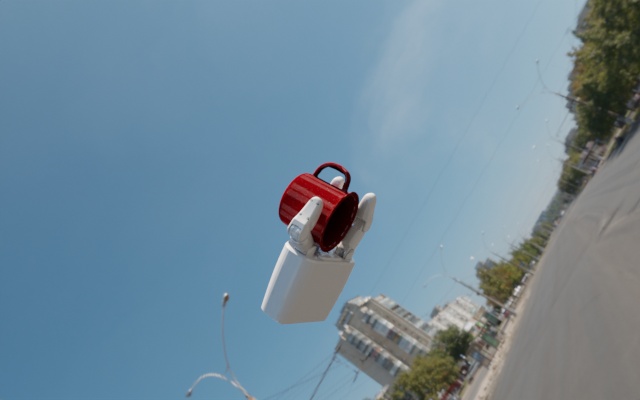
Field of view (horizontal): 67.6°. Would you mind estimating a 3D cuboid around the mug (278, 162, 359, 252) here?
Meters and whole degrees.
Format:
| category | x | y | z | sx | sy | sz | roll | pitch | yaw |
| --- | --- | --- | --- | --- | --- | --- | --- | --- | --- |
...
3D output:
| category | x | y | z | sx | sy | sz | roll | pitch | yaw |
| --- | --- | --- | --- | --- | --- | --- | --- | --- | --- |
| mug | 0.000 | 0.001 | 0.668 | 0.081 | 0.117 | 0.093 | 29 | 13 | 24 |
